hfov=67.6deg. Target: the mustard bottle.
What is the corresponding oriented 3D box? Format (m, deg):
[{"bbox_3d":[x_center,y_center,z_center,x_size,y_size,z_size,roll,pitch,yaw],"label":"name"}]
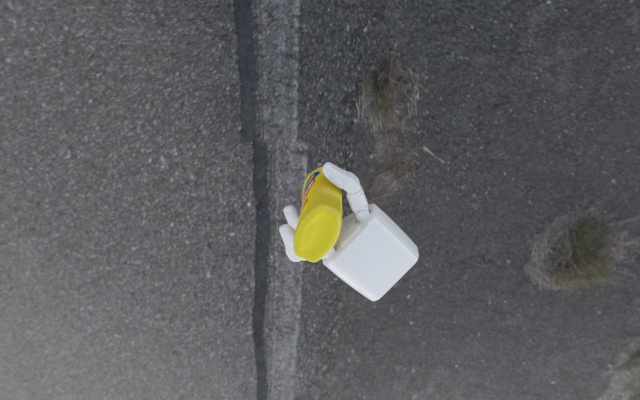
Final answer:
[{"bbox_3d":[0.000,0.002,0.727,0.058,0.096,0.191,20,28,-7],"label":"mustard bottle"}]
